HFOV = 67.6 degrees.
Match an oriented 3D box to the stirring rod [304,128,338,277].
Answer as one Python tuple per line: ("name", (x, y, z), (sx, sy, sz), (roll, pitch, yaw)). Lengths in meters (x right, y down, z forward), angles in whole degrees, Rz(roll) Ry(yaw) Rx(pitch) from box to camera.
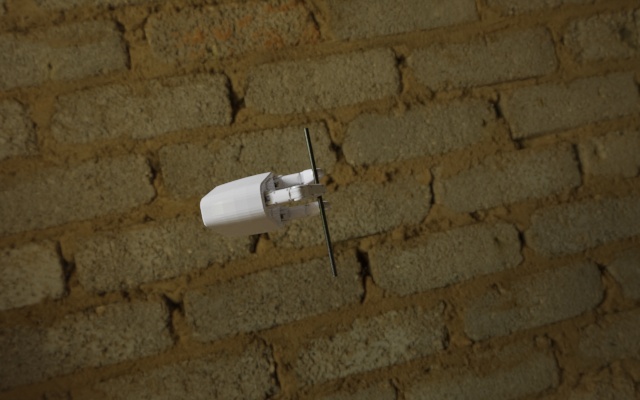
("stirring rod", (0.000, 0.003, 0.762), (0.011, 0.239, 0.011), (-11, -2, 0))
